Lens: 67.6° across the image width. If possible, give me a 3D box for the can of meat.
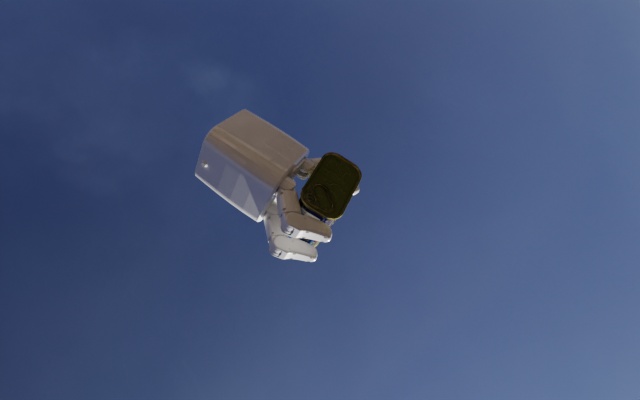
[{"bbox_3d":[0.000,0.002,0.615,0.057,0.102,0.084,32,-41,-2],"label":"can of meat"}]
